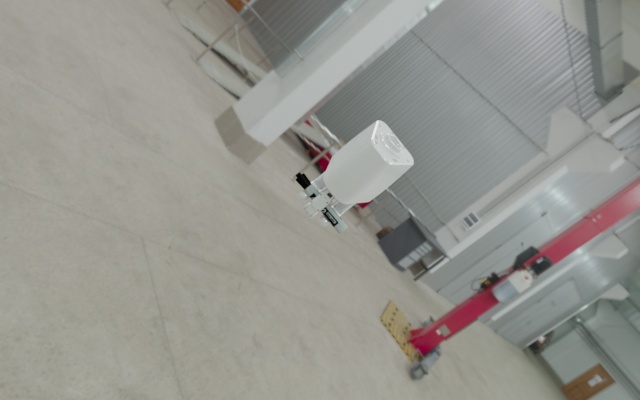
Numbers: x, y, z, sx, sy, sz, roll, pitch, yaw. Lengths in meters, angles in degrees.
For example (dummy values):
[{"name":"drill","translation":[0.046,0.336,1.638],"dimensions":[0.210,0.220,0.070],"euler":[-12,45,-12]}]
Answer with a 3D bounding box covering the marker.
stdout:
[{"name":"marker","translation":[0.000,0.003,0.789],"dimensions":[0.020,0.121,0.020],"euler":[-39,-1,-1]}]
